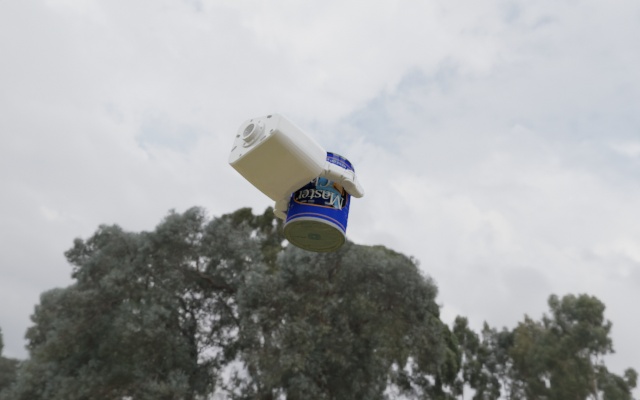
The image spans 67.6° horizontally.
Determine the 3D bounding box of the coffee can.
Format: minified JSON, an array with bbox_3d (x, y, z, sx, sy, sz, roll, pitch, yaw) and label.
[{"bbox_3d":[0.000,0.003,0.808,0.103,0.140,0.103,7,-34,5],"label":"coffee can"}]
